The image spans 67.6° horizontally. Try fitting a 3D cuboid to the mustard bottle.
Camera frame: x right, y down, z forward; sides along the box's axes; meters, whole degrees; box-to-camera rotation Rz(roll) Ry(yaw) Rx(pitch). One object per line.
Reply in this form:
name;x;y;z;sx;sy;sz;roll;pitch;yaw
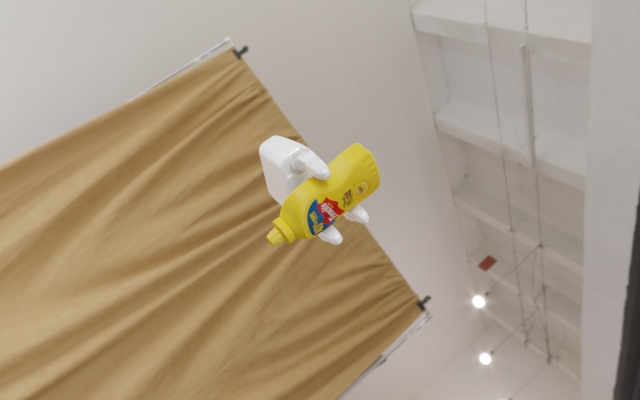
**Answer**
mustard bottle;0.001;0.002;0.709;0.191;0.058;0.096;-37;-33;-13
